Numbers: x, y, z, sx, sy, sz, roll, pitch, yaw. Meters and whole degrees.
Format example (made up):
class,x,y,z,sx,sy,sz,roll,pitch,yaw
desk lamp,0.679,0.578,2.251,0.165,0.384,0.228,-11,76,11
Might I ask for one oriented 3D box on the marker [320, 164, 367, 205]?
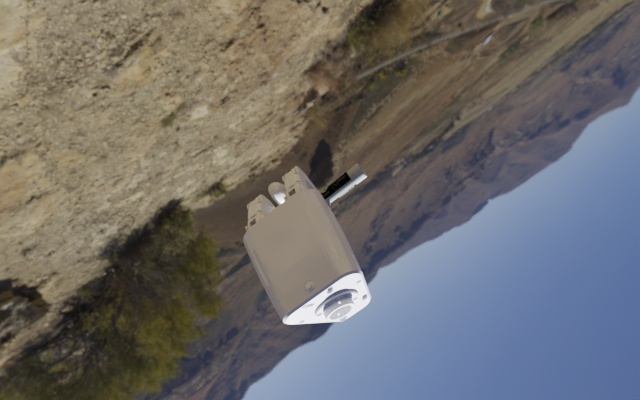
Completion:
class,x,y,z,sx,sy,sz,roll,pitch,yaw
marker,0.000,0.002,0.546,0.121,0.020,0.020,-38,-9,12
